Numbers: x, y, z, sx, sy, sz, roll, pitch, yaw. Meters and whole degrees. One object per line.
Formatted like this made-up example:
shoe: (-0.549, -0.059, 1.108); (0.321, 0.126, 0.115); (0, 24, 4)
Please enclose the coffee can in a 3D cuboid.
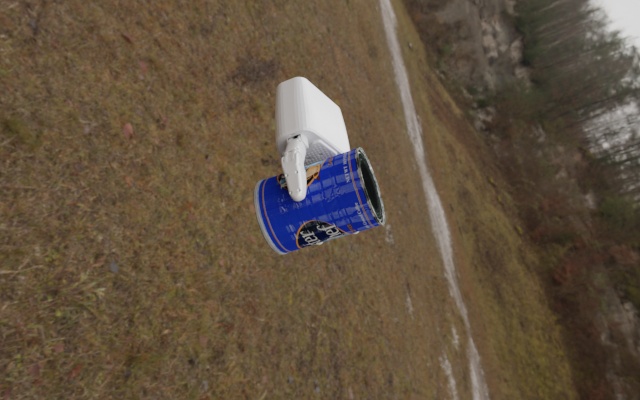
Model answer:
coffee can: (0.000, 0.002, 0.612); (0.140, 0.103, 0.103); (-18, -5, 15)
